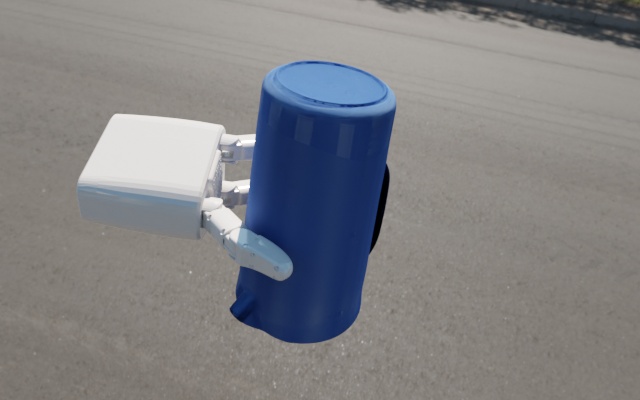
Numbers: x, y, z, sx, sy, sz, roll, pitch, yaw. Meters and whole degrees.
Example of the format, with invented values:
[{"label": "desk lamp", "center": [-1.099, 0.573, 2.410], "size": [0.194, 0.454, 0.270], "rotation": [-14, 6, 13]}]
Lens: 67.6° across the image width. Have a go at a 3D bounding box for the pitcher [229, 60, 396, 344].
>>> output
[{"label": "pitcher", "center": [0.000, 0.001, 0.448], "size": [0.145, 0.243, 0.149], "rotation": [9, 35, -1]}]
